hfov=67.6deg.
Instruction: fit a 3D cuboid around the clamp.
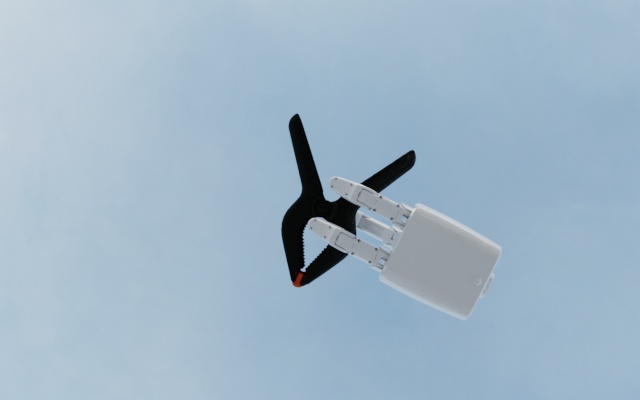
[{"bbox_3d":[0.000,0.003,0.590,0.164,0.210,0.036,27,2,14],"label":"clamp"}]
